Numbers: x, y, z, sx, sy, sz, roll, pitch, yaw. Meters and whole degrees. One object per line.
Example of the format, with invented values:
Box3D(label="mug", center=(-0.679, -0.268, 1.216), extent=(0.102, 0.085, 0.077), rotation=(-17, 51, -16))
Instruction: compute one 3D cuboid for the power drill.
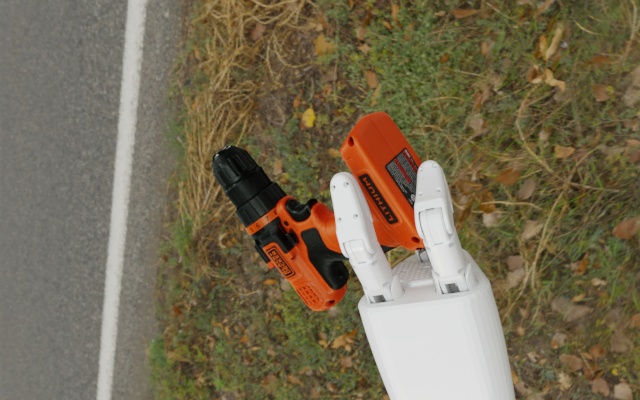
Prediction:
Box3D(label="power drill", center=(0.000, 0.001, 0.411), extent=(0.188, 0.184, 0.057), rotation=(-30, 10, 47))
